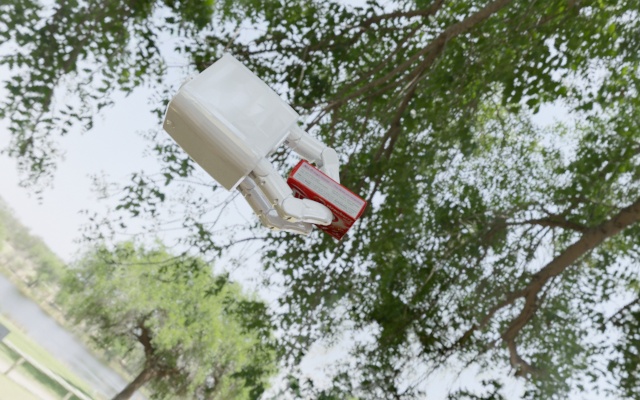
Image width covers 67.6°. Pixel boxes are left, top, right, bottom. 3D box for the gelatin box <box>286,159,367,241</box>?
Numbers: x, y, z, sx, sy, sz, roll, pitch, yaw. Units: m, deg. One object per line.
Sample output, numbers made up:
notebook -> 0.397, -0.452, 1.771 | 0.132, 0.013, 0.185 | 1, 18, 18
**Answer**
gelatin box -> 0.001, 0.002, 0.542 | 0.089, 0.030, 0.073 | 33, -26, 1
